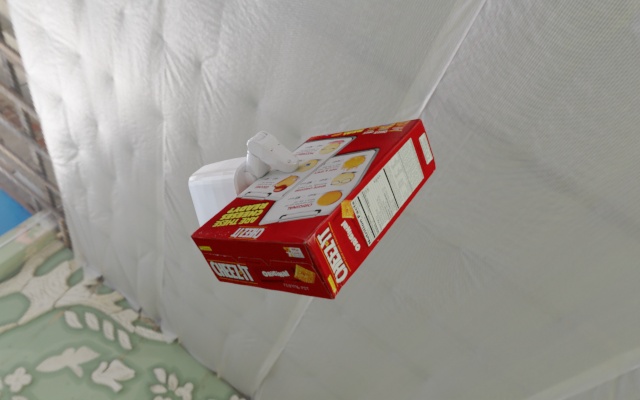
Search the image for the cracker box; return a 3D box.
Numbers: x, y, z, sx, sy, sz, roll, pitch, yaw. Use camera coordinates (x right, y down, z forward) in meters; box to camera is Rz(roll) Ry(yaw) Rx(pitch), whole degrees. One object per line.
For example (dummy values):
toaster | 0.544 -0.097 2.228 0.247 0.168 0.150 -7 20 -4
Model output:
cracker box | 0.000 0.001 0.498 0.164 0.072 0.213 -2 33 43
